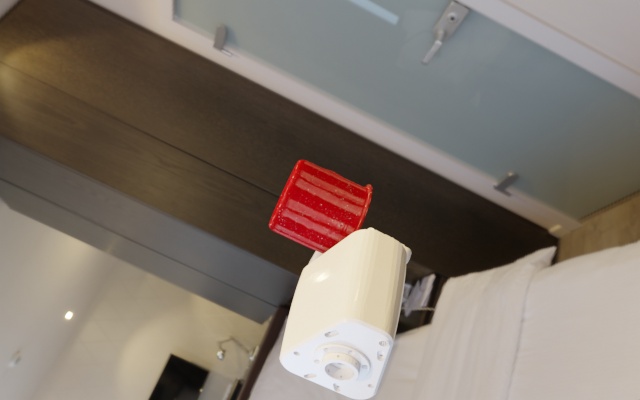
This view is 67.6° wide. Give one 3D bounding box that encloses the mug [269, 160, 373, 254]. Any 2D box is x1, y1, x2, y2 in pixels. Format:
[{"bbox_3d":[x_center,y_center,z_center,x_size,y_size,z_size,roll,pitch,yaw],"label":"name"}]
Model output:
[{"bbox_3d":[0.000,0.001,0.513,0.081,0.093,0.117,25,39,-6],"label":"mug"}]
